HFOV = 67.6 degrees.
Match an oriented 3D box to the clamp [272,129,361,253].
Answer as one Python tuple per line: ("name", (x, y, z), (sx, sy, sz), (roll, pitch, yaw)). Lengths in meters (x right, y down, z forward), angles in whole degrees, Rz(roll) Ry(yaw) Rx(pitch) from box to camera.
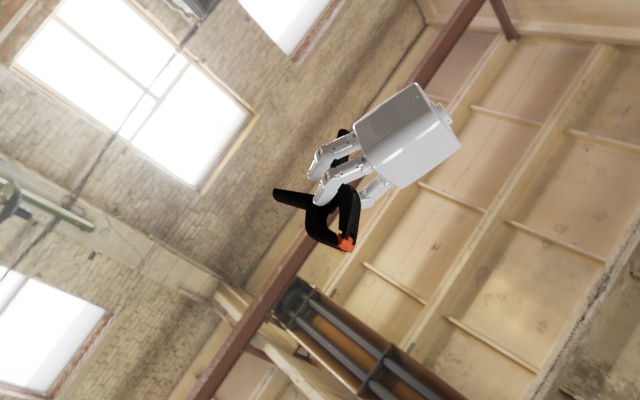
("clamp", (0.001, 0.003, 0.711), (0.164, 0.209, 0.036), (-37, -48, 21))
